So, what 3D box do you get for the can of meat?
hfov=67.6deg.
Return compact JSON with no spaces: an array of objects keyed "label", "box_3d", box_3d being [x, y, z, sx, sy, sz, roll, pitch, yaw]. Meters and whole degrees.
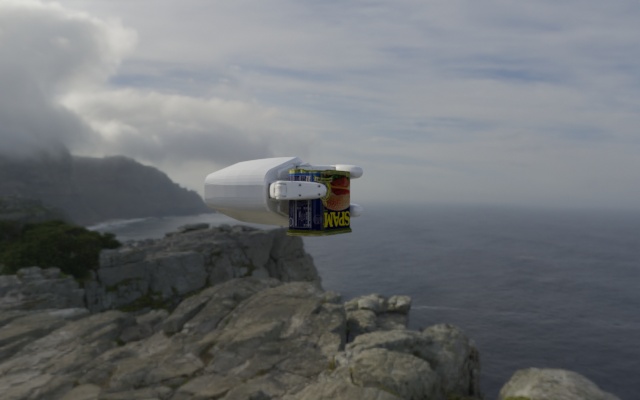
[{"label":"can of meat","box_3d":[0.000,0.002,0.632,0.057,0.084,0.102,0,1,31]}]
